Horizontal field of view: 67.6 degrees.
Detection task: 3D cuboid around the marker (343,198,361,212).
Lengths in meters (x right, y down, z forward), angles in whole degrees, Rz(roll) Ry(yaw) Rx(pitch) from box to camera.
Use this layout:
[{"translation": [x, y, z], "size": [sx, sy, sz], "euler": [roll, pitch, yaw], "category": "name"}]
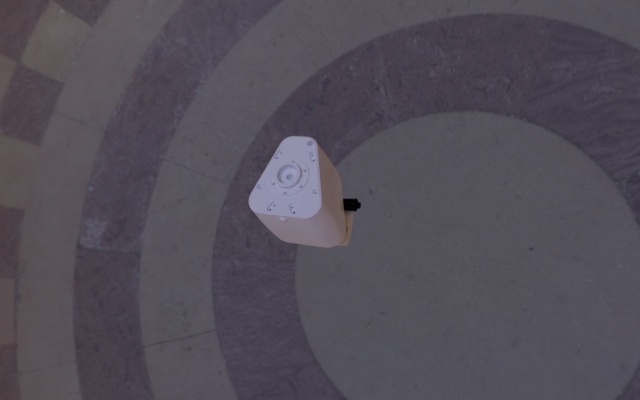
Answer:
[{"translation": [0.000, 0.002, 0.704], "size": [0.121, 0.020, 0.020], "euler": [5, 2, 19], "category": "marker"}]
